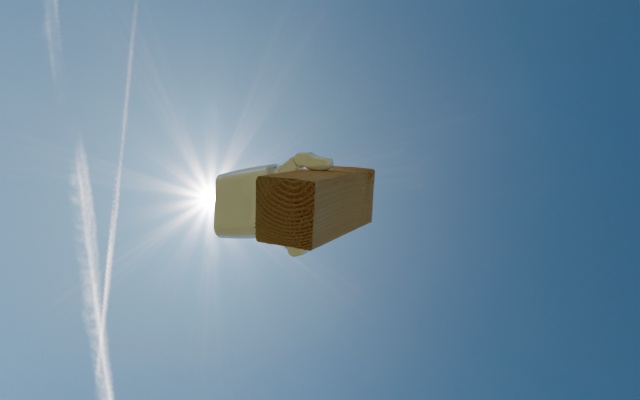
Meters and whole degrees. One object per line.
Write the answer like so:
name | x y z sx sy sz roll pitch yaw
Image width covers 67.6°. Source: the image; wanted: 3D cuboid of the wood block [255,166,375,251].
wood block | 0.000 0.002 0.700 0.090 0.091 0.206 7 11 26
